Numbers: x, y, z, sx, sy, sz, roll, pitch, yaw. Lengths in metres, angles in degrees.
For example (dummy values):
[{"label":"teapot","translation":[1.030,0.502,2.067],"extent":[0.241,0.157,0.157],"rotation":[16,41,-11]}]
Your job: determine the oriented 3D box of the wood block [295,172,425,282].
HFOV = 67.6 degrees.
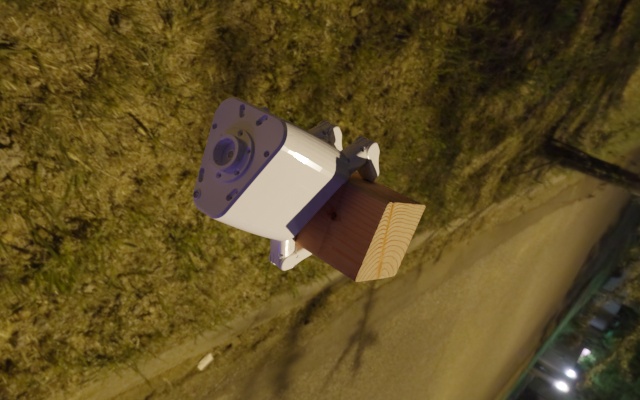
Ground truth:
[{"label":"wood block","translation":[0.000,0.002,0.554],"extent":[0.206,0.091,0.090],"rotation":[30,15,34]}]
